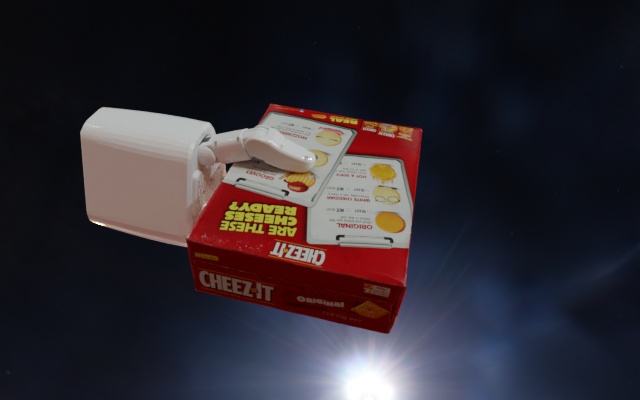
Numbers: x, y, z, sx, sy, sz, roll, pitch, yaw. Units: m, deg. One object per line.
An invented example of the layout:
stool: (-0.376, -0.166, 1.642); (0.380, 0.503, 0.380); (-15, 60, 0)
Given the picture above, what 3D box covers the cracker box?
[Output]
cracker box: (0.000, 0.001, 0.436); (0.164, 0.072, 0.213); (11, 41, 7)
